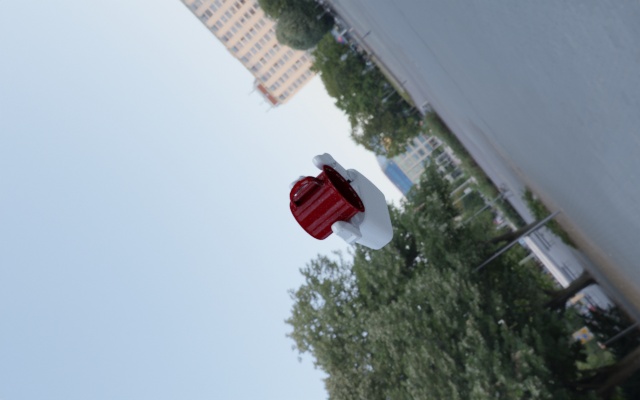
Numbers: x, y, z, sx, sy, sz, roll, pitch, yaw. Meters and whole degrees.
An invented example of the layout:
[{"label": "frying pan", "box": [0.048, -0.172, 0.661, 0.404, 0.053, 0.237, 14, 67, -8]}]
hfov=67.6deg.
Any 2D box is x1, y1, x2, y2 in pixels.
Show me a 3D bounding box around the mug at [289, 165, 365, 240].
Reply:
[{"label": "mug", "box": [-0.001, 0.002, 0.717, 0.081, 0.093, 0.117, -41, -41, 16]}]
